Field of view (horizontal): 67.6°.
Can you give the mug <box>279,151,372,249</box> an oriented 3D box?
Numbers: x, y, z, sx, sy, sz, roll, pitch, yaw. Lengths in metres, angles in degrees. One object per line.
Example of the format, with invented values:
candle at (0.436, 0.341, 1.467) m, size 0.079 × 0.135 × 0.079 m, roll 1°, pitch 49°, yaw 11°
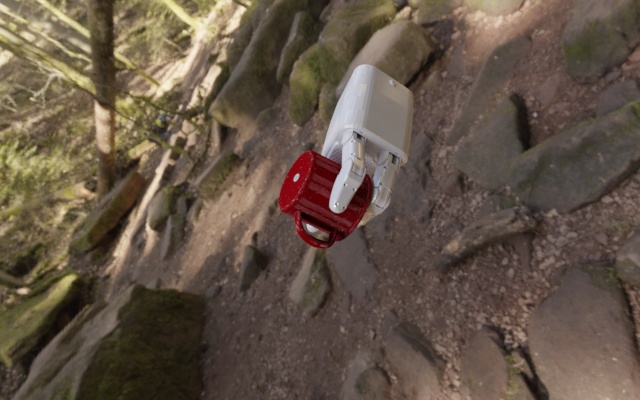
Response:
mug at (0.000, 0.003, 0.570) m, size 0.081 × 0.117 × 0.093 m, roll 26°, pitch -33°, yaw -21°
